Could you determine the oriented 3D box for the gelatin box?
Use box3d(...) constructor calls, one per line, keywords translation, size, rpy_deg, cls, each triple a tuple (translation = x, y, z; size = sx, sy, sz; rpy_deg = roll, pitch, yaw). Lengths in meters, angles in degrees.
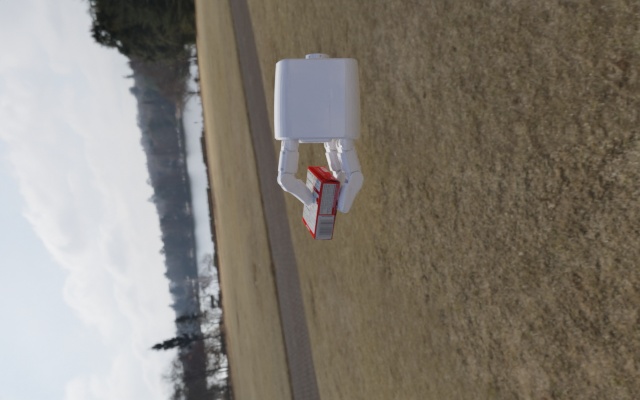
box3d(translation=(0.000, 0.003, 0.688), size=(0.030, 0.089, 0.073), rpy_deg=(2, 19, -18), cls="gelatin box")
